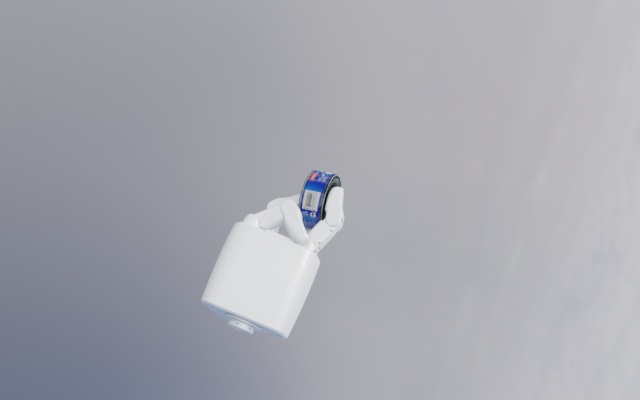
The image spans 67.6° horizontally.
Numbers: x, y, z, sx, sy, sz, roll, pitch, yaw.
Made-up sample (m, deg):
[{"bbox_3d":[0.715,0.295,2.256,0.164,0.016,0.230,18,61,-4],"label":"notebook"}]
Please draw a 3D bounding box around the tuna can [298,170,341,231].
[{"bbox_3d":[0.001,0.002,0.660,0.034,0.086,0.086,12,3,17],"label":"tuna can"}]
